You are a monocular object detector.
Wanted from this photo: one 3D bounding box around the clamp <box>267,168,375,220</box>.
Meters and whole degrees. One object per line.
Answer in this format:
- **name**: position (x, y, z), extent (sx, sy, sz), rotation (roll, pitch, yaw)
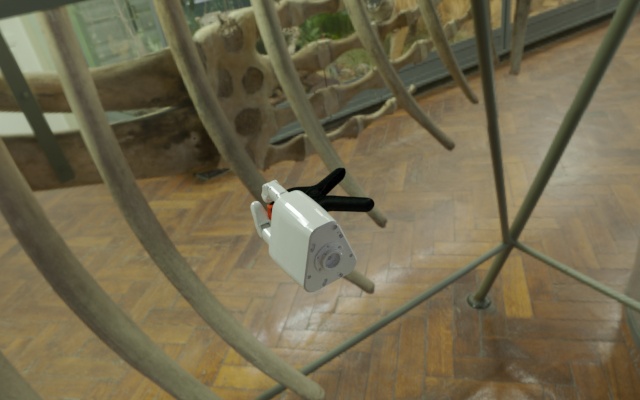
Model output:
- **clamp**: position (0.000, 0.002, 0.788), extent (0.171, 0.039, 0.120), rotation (-24, 36, -23)
